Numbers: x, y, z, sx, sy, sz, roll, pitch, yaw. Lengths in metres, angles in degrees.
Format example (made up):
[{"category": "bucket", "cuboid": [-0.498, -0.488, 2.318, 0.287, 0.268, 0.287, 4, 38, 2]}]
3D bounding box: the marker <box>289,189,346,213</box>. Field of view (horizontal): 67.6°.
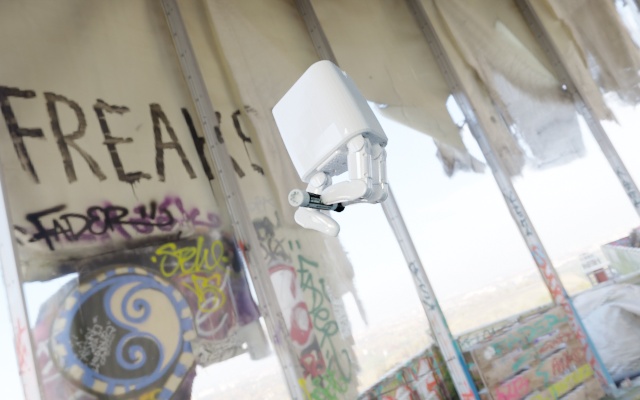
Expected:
[{"category": "marker", "cuboid": [0.000, 0.002, 0.567, 0.020, 0.020, 0.121, 0, -5, 27]}]
